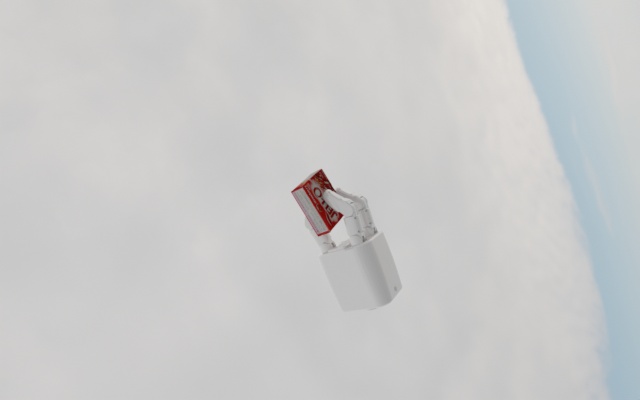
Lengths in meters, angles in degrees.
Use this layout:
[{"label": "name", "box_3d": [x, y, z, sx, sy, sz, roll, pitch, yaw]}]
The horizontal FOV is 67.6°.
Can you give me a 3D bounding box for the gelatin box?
[{"label": "gelatin box", "box_3d": [0.000, 0.002, 0.780, 0.030, 0.089, 0.073, -24, 13, 36]}]
